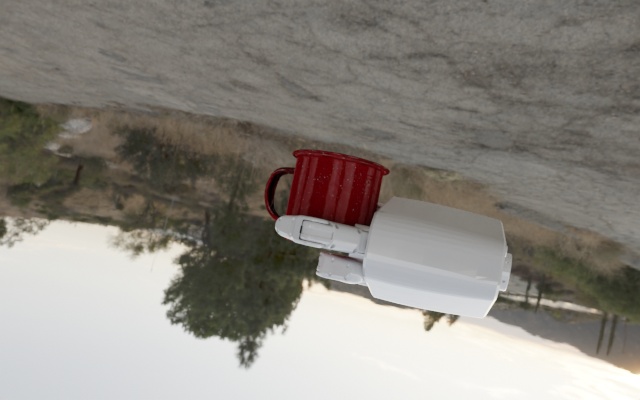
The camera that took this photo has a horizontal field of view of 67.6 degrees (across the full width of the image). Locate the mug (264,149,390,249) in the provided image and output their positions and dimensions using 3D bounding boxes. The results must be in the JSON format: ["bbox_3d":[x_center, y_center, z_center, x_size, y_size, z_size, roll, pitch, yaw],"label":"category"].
[{"bbox_3d":[-0.001,0.001,0.450,0.117,0.081,0.093,10,-4,18],"label":"mug"}]
